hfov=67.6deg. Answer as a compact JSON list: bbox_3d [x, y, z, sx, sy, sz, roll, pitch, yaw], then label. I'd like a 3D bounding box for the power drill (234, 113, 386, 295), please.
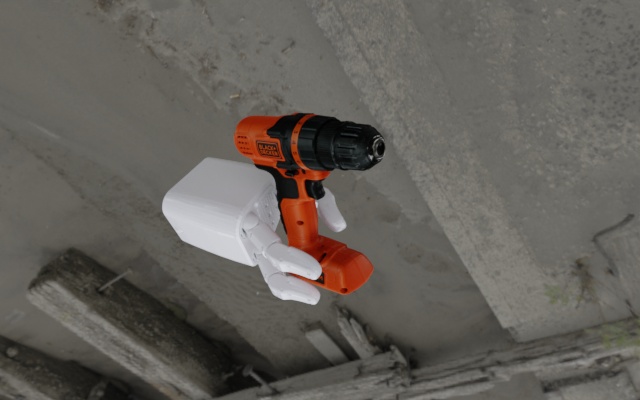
[{"bbox_3d":[0.000,0.002,0.488,0.184,0.188,0.057,14,36,44],"label":"power drill"}]
